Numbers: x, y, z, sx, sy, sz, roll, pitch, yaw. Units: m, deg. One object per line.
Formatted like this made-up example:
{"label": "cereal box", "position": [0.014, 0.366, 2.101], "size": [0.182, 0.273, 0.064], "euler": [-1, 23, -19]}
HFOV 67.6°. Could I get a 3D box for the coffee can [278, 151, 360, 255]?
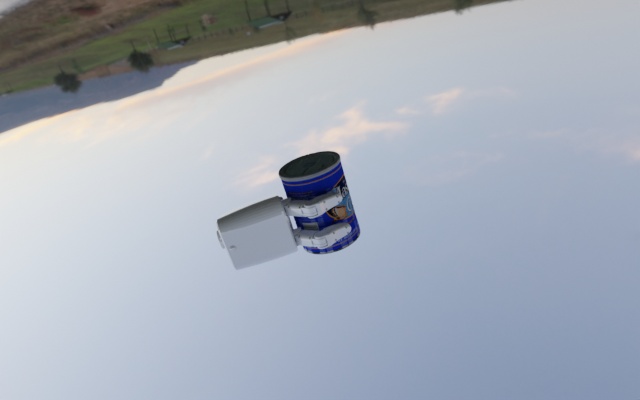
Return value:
{"label": "coffee can", "position": [0.000, 0.002, 0.787], "size": [0.103, 0.140, 0.102], "euler": [-14, 23, 6]}
